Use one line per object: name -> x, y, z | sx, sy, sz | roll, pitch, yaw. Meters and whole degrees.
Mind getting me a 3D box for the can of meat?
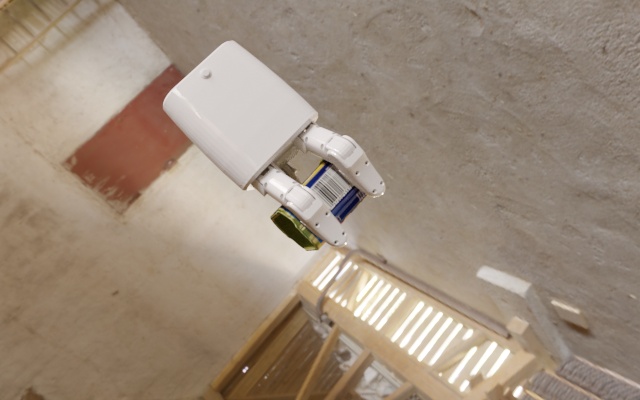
can of meat -> 0.000, 0.002, 0.465 | 0.057, 0.084, 0.102 | 44, -13, -3
